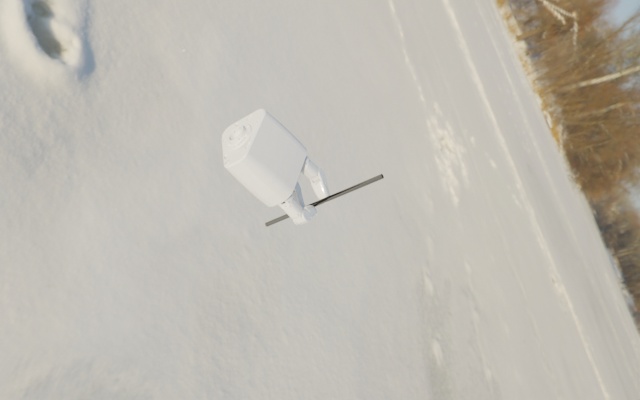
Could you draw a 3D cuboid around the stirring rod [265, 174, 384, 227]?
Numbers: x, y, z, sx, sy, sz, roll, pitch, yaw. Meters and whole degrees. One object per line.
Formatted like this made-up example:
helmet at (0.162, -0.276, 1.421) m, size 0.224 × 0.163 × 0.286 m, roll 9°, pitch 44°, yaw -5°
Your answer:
stirring rod at (0.000, 0.003, 0.813) m, size 0.239 × 0.011 × 0.011 m, roll -23°, pitch -11°, yaw 28°
